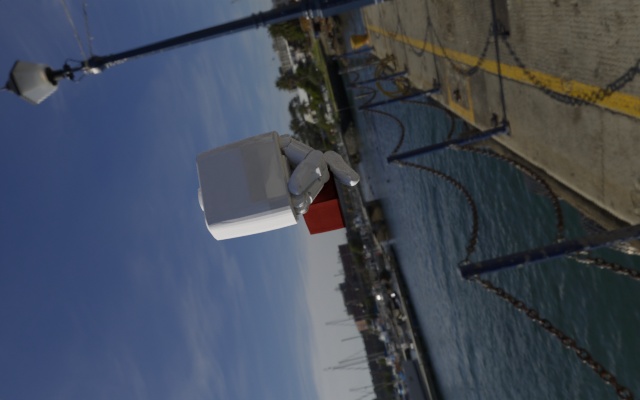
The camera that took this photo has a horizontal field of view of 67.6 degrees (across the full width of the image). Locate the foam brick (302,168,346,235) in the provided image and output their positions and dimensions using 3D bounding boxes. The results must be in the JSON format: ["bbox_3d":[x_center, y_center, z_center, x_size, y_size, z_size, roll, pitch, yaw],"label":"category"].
[{"bbox_3d":[0.000,0.002,0.642,0.051,0.053,0.078,-14,-34,2],"label":"foam brick"}]
